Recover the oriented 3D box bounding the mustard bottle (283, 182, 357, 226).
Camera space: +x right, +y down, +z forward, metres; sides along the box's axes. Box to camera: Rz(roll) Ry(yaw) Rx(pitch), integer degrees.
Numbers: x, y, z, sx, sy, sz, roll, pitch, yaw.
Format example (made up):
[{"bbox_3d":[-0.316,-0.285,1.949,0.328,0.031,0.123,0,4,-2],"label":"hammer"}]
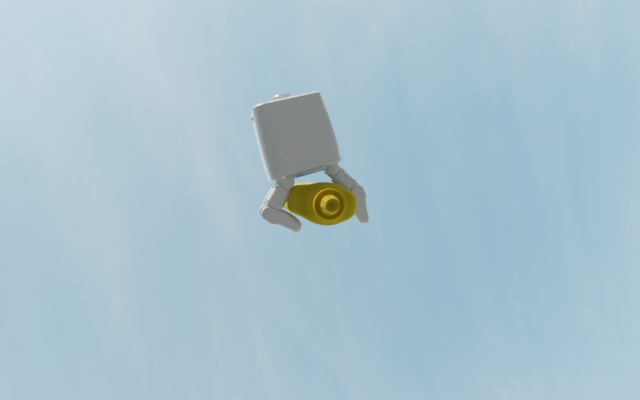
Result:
[{"bbox_3d":[0.000,0.003,0.680,0.096,0.058,0.191,8,0,-9],"label":"mustard bottle"}]
